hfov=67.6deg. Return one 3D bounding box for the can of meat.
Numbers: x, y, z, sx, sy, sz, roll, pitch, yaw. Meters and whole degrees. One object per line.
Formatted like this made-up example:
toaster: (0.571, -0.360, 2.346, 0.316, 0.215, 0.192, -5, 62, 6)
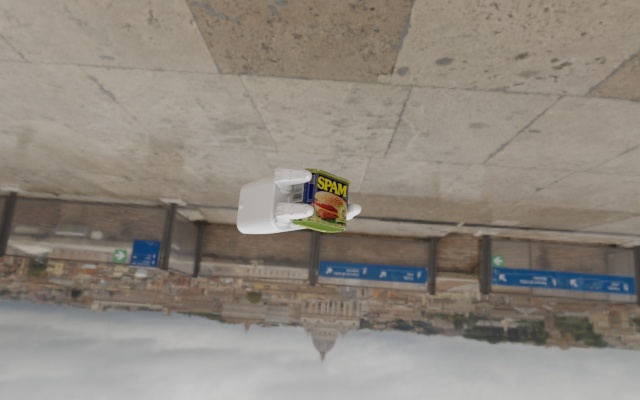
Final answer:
can of meat: (0.000, 0.003, 0.775, 0.057, 0.084, 0.102, -9, -19, 43)
